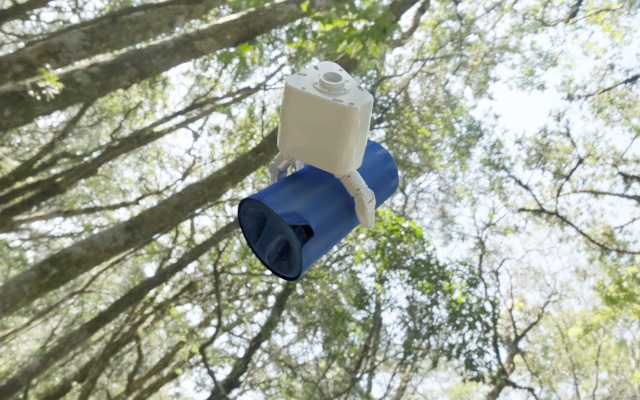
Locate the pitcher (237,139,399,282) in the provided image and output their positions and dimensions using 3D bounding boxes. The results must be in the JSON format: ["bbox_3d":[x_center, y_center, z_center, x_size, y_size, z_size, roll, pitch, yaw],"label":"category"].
[{"bbox_3d":[0.000,0.002,0.723,0.149,0.145,0.242,36,51,27],"label":"pitcher"}]
